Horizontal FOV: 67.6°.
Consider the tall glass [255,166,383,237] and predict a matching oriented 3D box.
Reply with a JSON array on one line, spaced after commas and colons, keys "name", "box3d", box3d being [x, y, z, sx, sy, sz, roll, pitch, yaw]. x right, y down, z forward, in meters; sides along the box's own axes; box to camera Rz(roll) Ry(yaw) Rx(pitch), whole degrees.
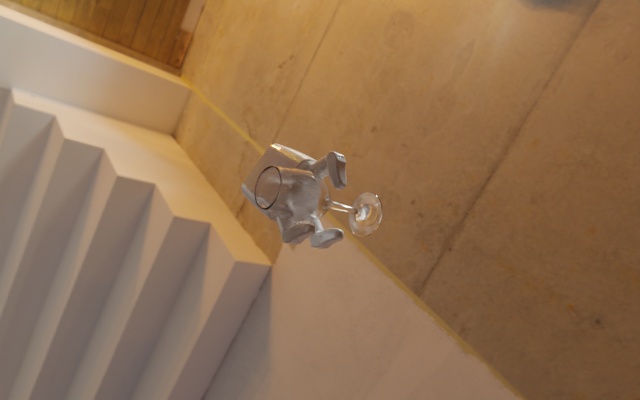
[{"name": "tall glass", "box3d": [0.001, 0.002, 0.719, 0.201, 0.079, 0.079, 16, -10, -41]}]
